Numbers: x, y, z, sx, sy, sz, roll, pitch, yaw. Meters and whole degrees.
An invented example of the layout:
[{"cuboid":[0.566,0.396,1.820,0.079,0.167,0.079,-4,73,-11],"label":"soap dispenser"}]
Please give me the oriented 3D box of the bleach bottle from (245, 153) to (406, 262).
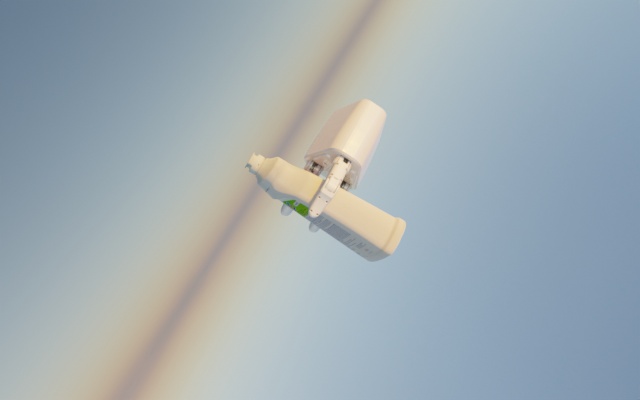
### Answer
[{"cuboid":[0.000,0.002,0.733,0.251,0.068,0.102,32,-23,-7],"label":"bleach bottle"}]
